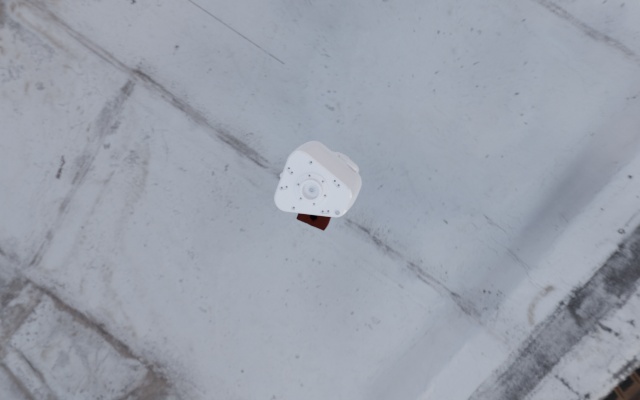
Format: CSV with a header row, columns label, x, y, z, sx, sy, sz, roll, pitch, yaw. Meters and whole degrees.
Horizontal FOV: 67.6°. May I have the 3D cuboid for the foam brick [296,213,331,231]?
label,x,y,z,sx,sy,sz,roll,pitch,yaw
foam brick,0.000,0.003,0.803,0.053,0.078,0.051,23,16,4
